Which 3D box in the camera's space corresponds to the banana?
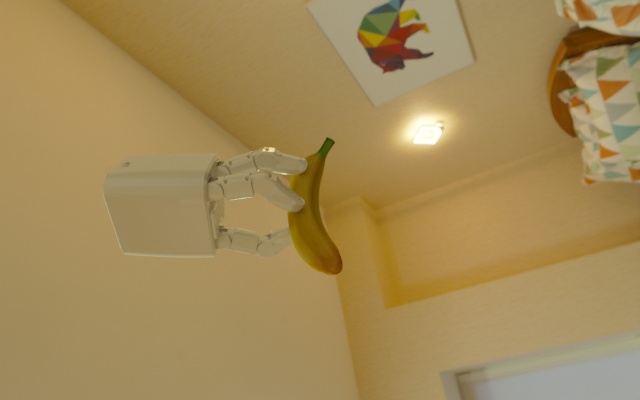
[{"bbox_3d":[-0.010,0.011,0.525,0.037,0.197,0.070,21,-49,-24],"label":"banana"}]
